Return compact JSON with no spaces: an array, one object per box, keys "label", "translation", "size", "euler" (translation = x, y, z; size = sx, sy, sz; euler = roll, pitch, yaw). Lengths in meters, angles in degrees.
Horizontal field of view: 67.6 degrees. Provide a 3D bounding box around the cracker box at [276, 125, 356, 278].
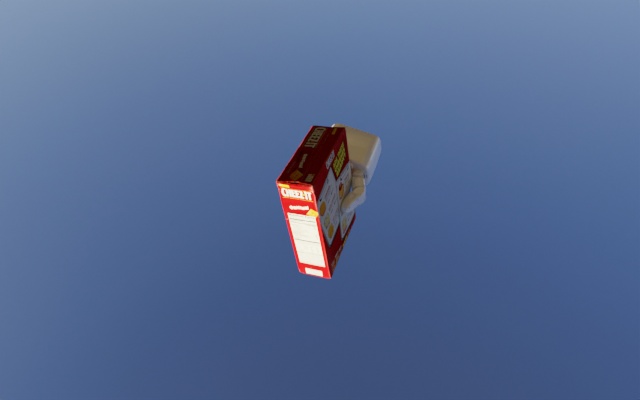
[{"label":"cracker box","translation":[0.000,0.003,0.835],"size":[0.072,0.214,0.164],"euler":[7,43,20]}]
